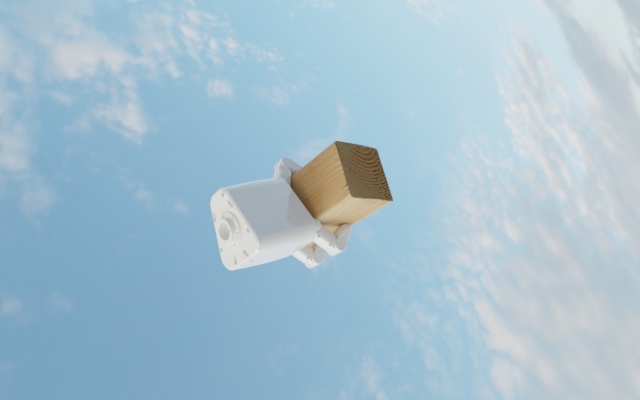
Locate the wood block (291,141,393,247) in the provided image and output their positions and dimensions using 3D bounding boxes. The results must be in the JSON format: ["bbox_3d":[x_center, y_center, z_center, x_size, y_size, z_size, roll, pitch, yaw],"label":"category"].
[{"bbox_3d":[0.000,0.002,0.740,0.090,0.090,0.206,4,-28,-41],"label":"wood block"}]
